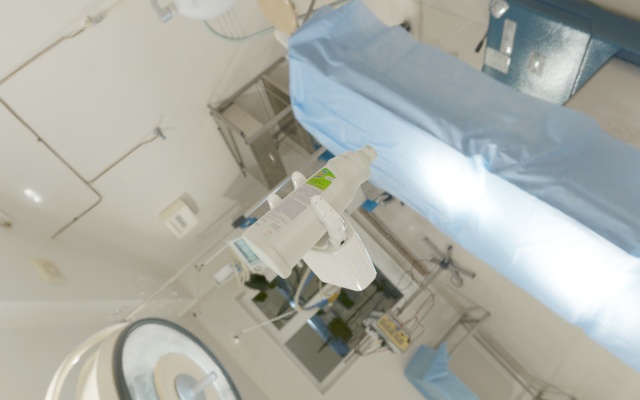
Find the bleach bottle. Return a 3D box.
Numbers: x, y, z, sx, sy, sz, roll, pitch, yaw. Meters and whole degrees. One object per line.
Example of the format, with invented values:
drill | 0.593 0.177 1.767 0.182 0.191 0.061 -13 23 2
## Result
bleach bottle | 0.000 0.002 0.749 0.251 0.068 0.102 -42 37 -15
